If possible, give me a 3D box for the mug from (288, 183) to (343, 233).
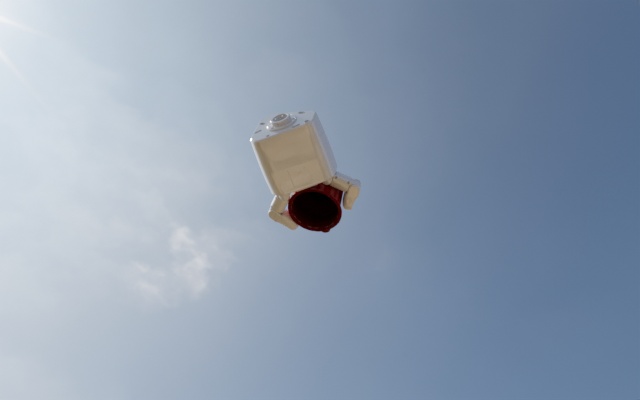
[{"bbox_3d":[0.001,0.004,0.842,0.093,0.117,0.081,-8,36,18],"label":"mug"}]
